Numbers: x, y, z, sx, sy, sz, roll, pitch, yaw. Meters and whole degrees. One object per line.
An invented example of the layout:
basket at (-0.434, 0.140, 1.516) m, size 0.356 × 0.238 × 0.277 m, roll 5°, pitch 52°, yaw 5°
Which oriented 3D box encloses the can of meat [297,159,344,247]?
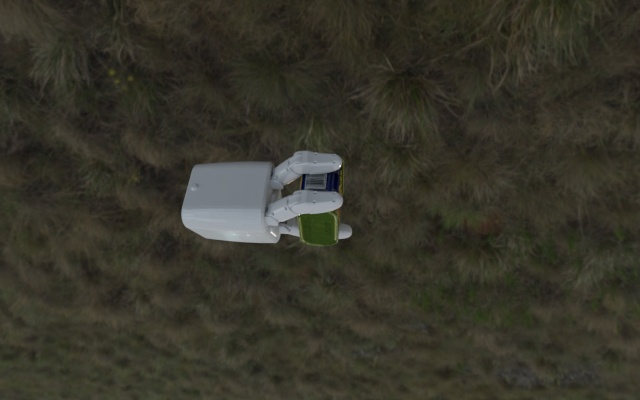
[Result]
can of meat at (0.000, 0.002, 0.626) m, size 0.057 × 0.084 × 0.102 m, roll 3°, pitch -32°, yaw 4°
